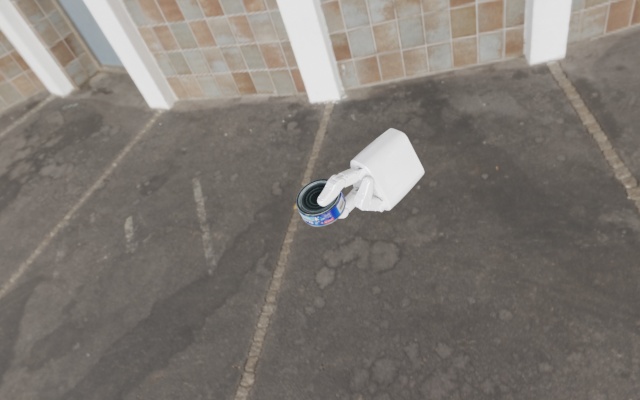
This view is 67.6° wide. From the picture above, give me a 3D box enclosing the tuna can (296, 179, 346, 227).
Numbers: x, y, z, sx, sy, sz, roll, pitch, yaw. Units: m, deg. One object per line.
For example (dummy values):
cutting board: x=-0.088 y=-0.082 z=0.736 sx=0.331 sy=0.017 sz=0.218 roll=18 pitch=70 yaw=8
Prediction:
tuna can: x=0.000 y=0.003 z=0.857 sx=0.086 sy=0.086 sz=0.034 roll=0 pitch=-37 yaw=24
